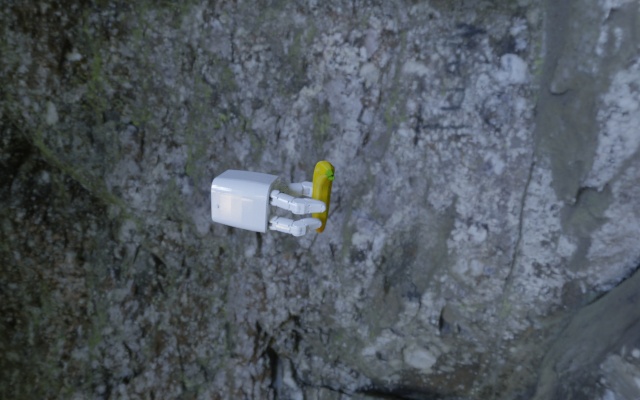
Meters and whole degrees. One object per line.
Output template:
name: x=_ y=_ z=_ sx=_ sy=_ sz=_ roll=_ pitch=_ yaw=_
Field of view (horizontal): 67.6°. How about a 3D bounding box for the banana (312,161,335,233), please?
banana: x=0.002 y=-0.015 z=0.878 sx=0.037 sy=0.069 sz=0.198 roll=7 pitch=-32 yaw=0
